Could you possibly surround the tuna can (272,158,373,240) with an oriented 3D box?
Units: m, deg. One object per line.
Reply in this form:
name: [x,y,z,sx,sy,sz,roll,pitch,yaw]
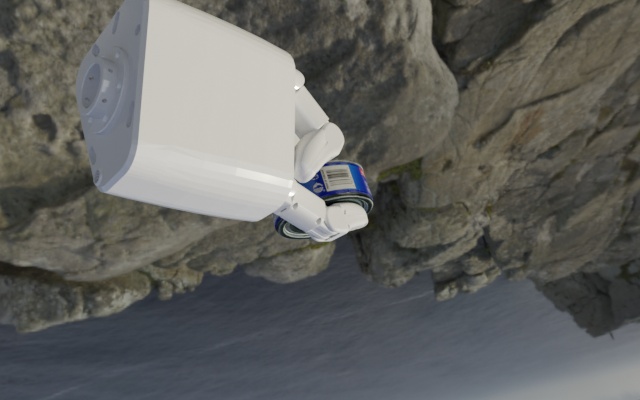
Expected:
tuna can: [0.000,0.002,0.401,0.086,0.033,0.086,-15,-22,-6]
